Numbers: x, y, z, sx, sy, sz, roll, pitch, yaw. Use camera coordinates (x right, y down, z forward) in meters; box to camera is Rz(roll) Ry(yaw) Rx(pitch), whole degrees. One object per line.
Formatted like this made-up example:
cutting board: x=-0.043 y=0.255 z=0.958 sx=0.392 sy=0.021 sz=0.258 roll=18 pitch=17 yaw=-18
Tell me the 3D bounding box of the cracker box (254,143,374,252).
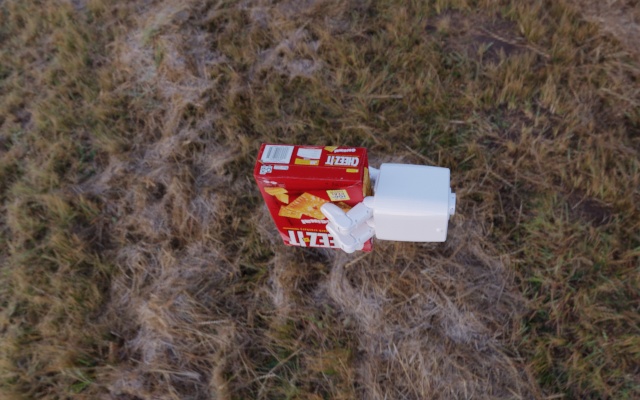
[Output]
cracker box: x=0.000 y=0.002 z=0.775 sx=0.164 sy=0.072 sz=0.214 roll=4 pitch=-33 yaw=13
